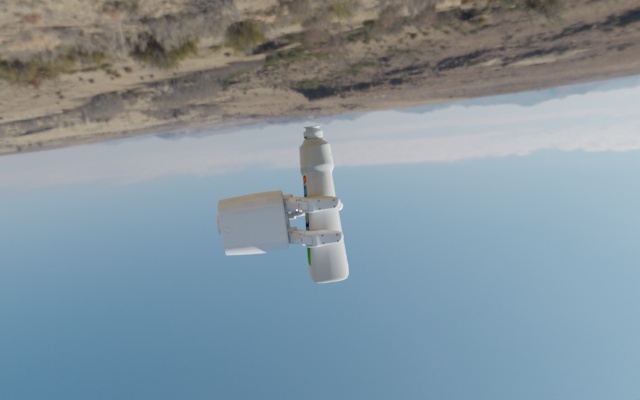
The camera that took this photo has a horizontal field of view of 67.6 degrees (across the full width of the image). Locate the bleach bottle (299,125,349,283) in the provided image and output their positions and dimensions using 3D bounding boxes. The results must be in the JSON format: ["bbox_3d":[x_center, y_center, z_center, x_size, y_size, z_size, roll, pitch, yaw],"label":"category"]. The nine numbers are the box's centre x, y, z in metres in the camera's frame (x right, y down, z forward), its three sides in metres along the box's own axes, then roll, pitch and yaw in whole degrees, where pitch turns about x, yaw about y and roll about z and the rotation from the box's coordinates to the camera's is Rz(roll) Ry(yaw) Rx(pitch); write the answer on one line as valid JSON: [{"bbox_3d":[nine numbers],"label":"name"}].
[{"bbox_3d":[0.000,0.003,0.793,0.068,0.251,0.102,-7,10,-4],"label":"bleach bottle"}]
